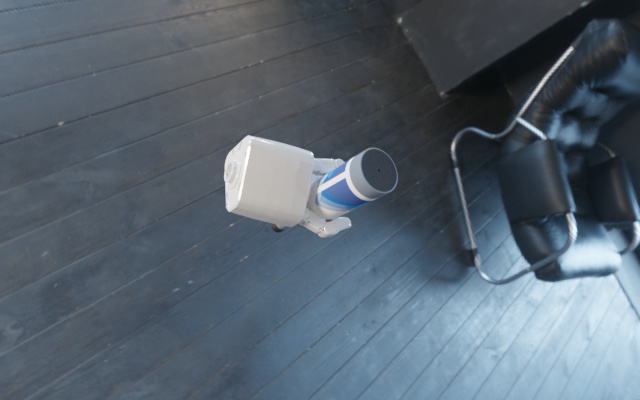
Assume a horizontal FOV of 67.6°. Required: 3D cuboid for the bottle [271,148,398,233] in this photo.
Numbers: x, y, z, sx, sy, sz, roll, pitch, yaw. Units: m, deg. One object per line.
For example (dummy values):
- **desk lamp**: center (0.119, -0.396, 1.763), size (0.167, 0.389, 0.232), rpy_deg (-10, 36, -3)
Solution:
- **bottle**: center (0.000, 0.002, 0.763), size (0.069, 0.069, 0.296), rpy_deg (0, -17, -35)
